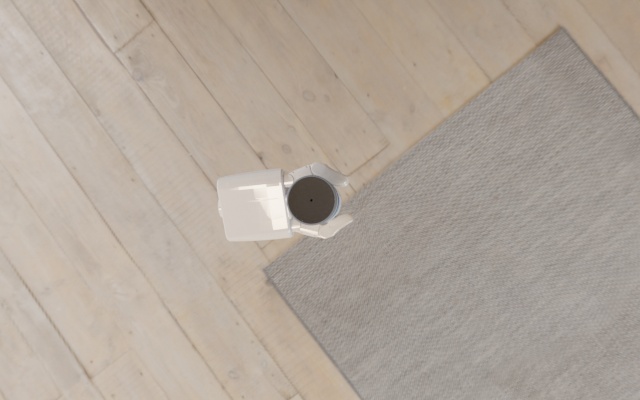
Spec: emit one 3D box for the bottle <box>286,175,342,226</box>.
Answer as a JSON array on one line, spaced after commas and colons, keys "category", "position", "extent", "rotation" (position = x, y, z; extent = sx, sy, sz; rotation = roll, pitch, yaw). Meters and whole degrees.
[{"category": "bottle", "position": [0.000, 0.003, 0.770], "extent": [0.069, 0.069, 0.296], "rotation": [0, -1, 5]}]
